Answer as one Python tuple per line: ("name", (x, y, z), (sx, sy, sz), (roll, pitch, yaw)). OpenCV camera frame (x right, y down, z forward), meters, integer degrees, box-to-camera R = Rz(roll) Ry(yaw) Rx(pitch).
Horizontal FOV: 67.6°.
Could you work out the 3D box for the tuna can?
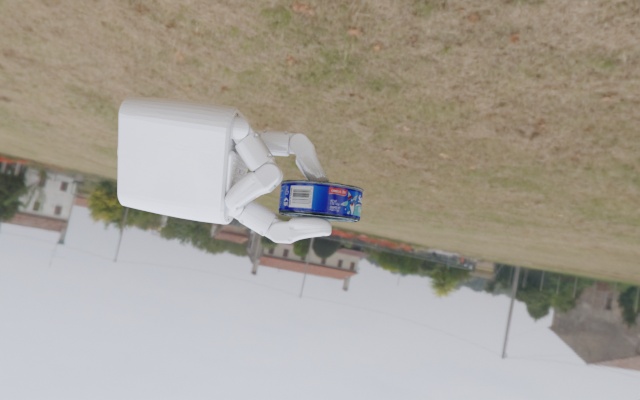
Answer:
("tuna can", (0.000, 0.002, 0.491), (0.086, 0.033, 0.086), (6, -5, 0))
